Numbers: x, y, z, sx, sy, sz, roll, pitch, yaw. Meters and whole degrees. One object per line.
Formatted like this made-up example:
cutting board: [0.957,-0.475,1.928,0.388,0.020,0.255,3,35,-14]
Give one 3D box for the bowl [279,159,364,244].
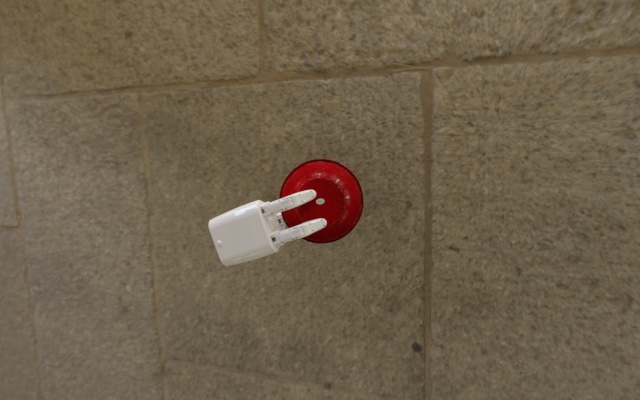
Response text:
bowl: [0.001,0.002,0.882,0.162,0.162,0.055,0,3,3]
